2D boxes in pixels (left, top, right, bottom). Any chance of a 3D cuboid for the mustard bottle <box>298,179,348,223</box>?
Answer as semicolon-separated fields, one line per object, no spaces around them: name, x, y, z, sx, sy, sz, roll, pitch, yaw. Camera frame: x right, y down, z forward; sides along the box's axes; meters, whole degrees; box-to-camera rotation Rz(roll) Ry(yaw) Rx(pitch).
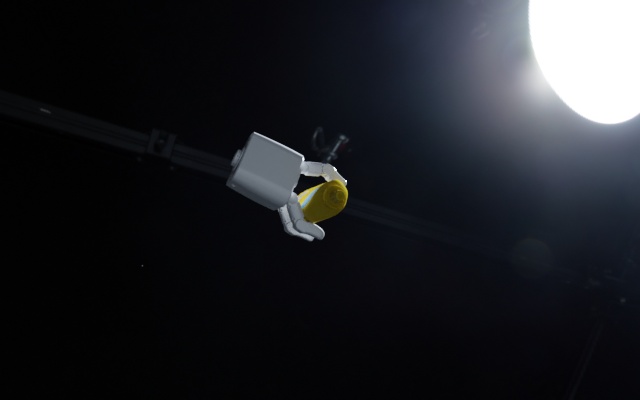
mustard bottle;0.000;0.003;0.893;0.096;0.058;0.191;-42;8;-20
